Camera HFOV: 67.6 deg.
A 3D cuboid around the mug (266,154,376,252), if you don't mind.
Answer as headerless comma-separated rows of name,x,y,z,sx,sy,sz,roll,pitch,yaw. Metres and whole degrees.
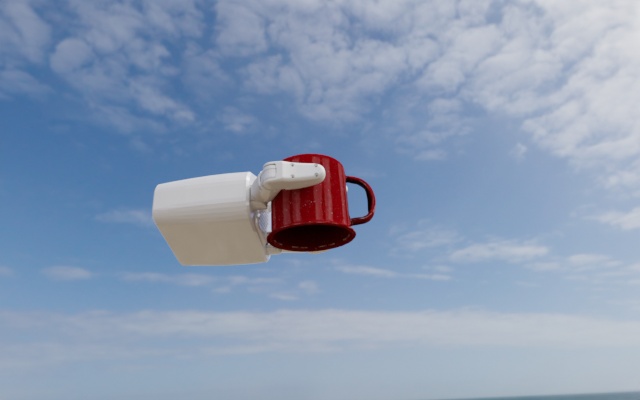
mug,0.002,0.001,0.510,0.117,0.081,0.093,-5,-23,3
